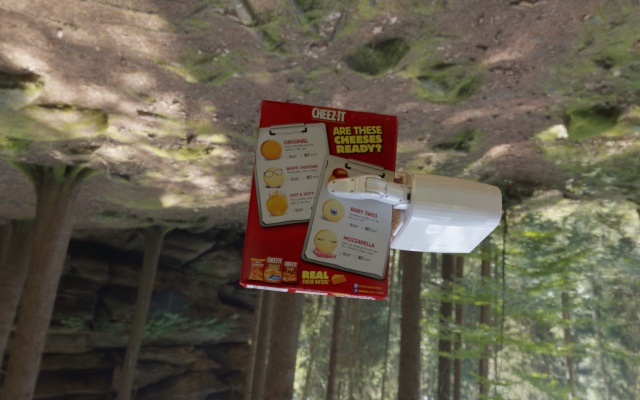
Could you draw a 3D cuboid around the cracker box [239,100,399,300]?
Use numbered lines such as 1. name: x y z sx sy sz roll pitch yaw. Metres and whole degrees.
1. cracker box: 0.000 0.002 0.563 0.164 0.213 0.072 6 -13 -5
